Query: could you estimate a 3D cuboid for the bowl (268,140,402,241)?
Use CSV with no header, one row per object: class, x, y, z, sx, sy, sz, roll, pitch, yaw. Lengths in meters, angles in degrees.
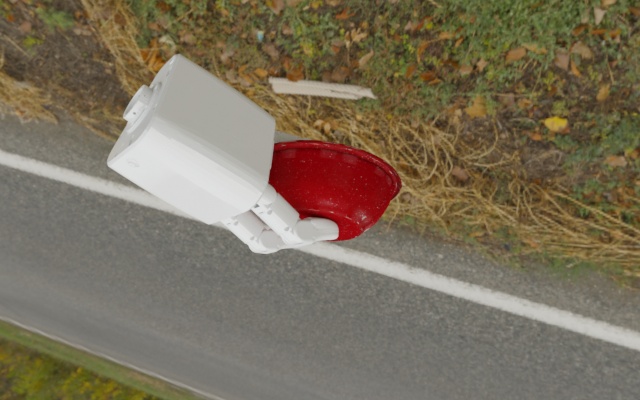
bowl,0.001,0.002,0.490,0.162,0.055,0.162,7,-22,3
